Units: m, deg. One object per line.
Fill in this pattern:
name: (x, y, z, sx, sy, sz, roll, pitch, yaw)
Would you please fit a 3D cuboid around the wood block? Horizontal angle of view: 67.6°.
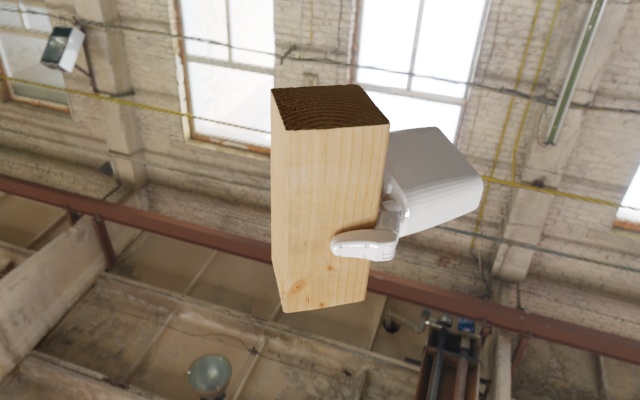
wood block: (0.001, 0.002, 0.470, 0.090, 0.206, 0.090, -6, 35, -13)
